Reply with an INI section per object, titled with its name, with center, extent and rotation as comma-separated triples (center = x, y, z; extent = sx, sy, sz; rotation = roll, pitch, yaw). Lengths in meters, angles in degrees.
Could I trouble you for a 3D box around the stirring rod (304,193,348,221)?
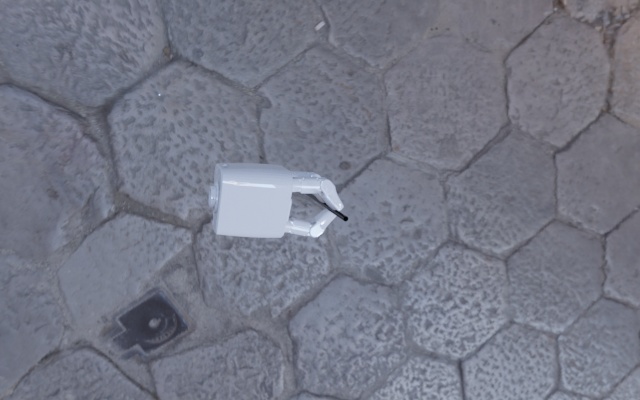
[stirring rod]
center = 0.000, 0.003, 0.821
extent = 0.011, 0.011, 0.239
rotation = 0, 12, -19
